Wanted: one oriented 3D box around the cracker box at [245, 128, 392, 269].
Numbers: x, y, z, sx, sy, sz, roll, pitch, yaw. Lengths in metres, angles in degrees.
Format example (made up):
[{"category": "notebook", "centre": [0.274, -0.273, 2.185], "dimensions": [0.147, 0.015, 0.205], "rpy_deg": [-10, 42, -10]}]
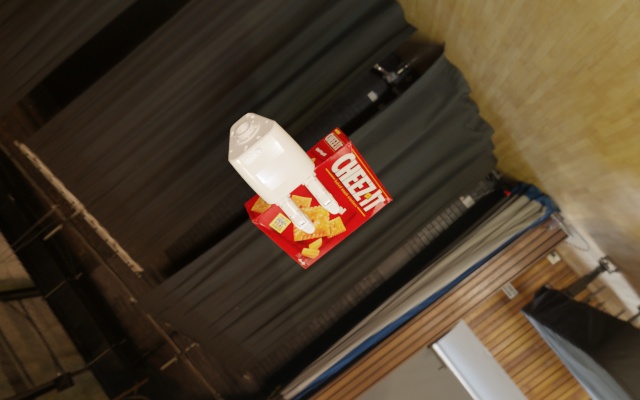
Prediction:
[{"category": "cracker box", "centre": [0.000, 0.003, 0.857], "dimensions": [0.164, 0.214, 0.072], "rpy_deg": [48, 5, -37]}]
